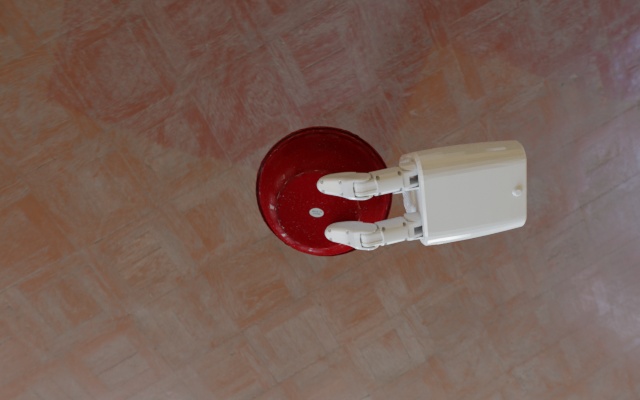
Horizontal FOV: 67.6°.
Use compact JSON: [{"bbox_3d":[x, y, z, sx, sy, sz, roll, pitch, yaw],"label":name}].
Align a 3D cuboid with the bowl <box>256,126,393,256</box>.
[{"bbox_3d":[-0.001,0.002,0.534,0.162,0.162,0.055,0,21,7],"label":"bowl"}]
